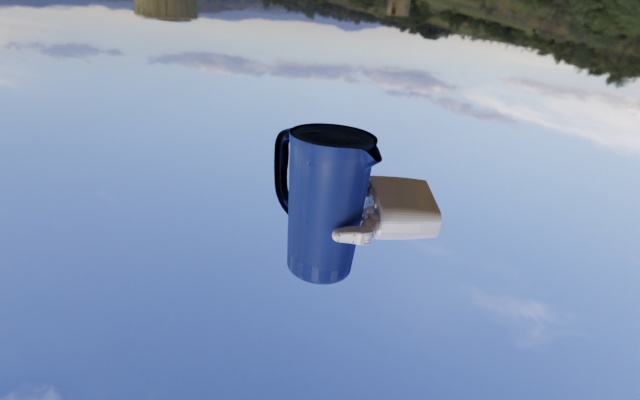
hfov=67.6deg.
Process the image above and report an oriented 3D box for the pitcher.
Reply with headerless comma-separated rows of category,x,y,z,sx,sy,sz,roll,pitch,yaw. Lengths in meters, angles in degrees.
pitcher,0.000,0.003,0.761,0.145,0.243,0.149,1,24,-12
